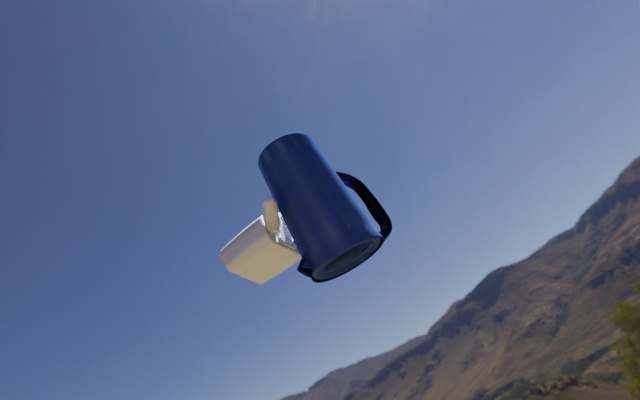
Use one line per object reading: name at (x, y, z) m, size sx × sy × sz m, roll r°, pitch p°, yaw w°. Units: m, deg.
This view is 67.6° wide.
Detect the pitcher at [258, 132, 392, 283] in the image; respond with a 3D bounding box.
pitcher at (0.000, 0.003, 0.810) m, size 0.145 × 0.242 × 0.149 m, roll -38°, pitch -24°, yaw 17°
